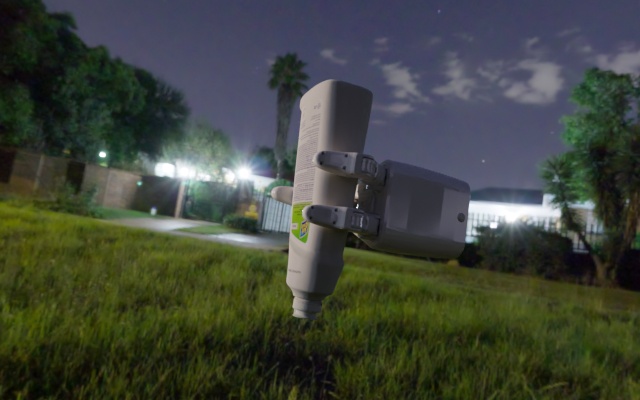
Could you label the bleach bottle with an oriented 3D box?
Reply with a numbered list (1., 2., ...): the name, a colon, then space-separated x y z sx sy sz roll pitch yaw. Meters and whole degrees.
1. bleach bottle: 0.000 0.002 0.530 0.068 0.251 0.102 11 -7 -19
